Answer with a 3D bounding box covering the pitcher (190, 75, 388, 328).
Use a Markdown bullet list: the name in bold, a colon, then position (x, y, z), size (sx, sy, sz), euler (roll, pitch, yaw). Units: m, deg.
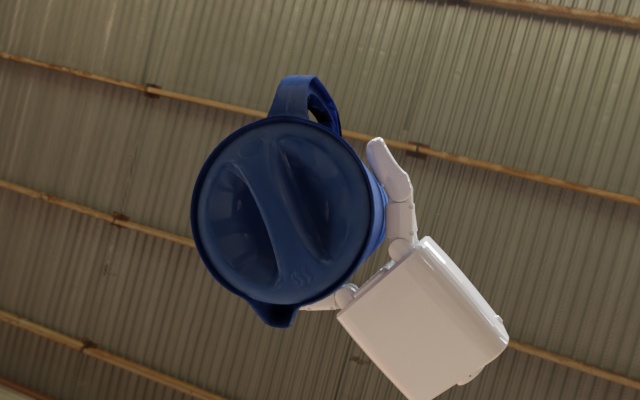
- **pitcher**: position (0.000, 0.002, 0.436), size (0.149, 0.145, 0.243), euler (-44, -11, 9)
